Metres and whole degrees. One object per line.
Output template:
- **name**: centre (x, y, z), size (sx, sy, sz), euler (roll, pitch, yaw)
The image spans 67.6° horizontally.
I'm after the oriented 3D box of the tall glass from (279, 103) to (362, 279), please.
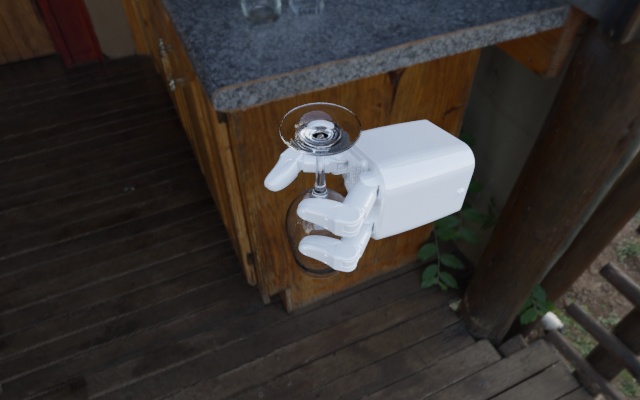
- **tall glass**: centre (0.000, 0.001, 0.502), size (0.079, 0.079, 0.201), euler (0, -43, -1)
